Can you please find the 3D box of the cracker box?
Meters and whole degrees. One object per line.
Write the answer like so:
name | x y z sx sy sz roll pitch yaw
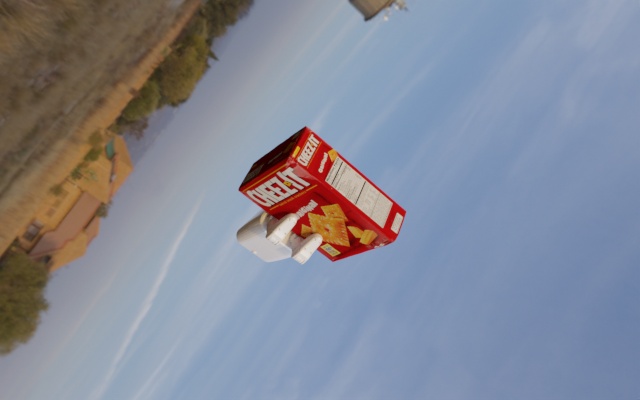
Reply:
cracker box | 0.000 0.002 0.753 0.214 0.072 0.164 38 -35 -20
